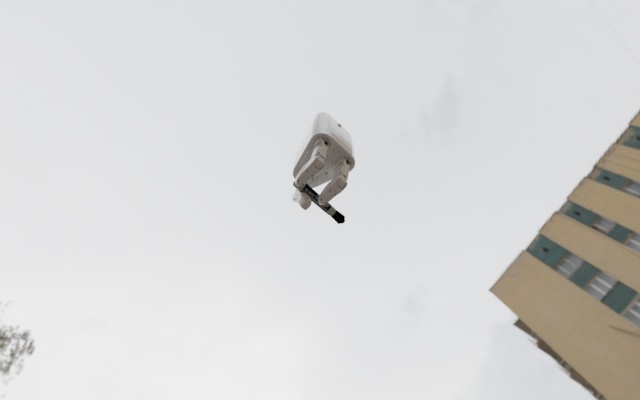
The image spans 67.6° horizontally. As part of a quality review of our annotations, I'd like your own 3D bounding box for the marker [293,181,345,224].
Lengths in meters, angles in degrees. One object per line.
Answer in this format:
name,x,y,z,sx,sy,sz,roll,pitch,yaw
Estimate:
marker,0.000,0.003,0.851,0.121,0.020,0.020,40,-18,-23
